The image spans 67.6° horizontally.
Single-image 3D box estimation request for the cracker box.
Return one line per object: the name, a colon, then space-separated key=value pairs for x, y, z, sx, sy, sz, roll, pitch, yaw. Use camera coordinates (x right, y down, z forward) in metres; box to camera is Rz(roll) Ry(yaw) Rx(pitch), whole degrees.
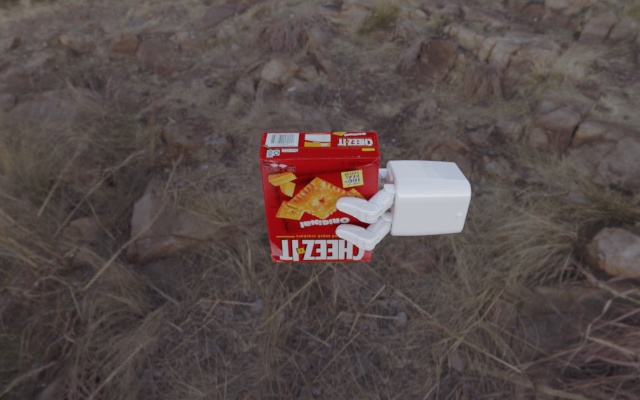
cracker box: x=0.000 y=0.002 z=0.717 sx=0.164 sy=0.214 sz=0.072 roll=0 pitch=42 yaw=1
